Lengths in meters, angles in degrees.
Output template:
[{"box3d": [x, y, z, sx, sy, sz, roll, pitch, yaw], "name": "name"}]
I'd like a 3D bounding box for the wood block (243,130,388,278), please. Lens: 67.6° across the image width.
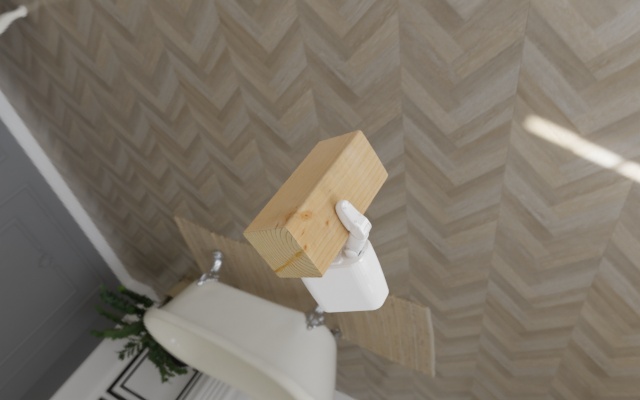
[{"box3d": [0.000, 0.003, 0.674, 0.091, 0.090, 0.206, -9, 35, 45], "name": "wood block"}]
